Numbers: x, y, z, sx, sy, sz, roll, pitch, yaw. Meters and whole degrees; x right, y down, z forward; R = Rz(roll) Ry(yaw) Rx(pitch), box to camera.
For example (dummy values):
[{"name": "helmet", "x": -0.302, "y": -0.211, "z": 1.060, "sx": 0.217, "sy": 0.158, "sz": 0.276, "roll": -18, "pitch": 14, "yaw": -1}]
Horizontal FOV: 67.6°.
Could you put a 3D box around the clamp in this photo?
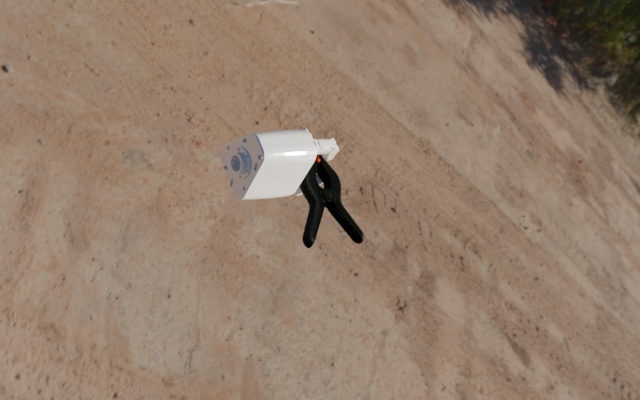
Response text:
[{"name": "clamp", "x": 0.001, "y": 0.002, "z": 0.800, "sx": 0.120, "sy": 0.171, "sz": 0.039, "roll": -9, "pitch": -19, "yaw": -45}]
